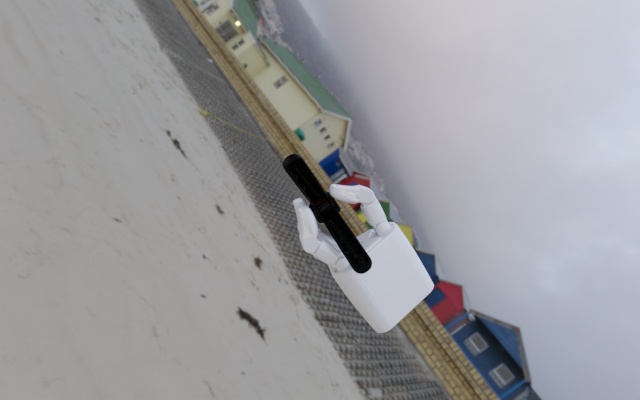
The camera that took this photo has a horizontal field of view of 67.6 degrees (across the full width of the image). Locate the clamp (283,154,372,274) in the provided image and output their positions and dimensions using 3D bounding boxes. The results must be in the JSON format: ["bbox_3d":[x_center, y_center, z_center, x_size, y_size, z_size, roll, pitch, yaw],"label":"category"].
[{"bbox_3d":[0.001,0.002,0.643,0.036,0.164,0.210,-33,12,0],"label":"clamp"}]
